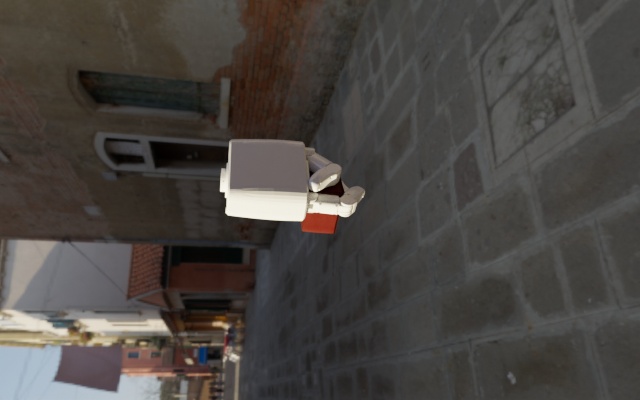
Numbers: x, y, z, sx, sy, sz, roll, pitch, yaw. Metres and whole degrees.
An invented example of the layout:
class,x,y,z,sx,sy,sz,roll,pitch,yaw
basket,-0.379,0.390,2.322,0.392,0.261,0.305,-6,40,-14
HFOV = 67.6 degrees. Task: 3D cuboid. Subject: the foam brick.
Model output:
class,x,y,z,sx,sy,sz,roll,pitch,yaw
foam brick,0.000,0.003,0.699,0.051,0.078,0.053,2,38,-12
